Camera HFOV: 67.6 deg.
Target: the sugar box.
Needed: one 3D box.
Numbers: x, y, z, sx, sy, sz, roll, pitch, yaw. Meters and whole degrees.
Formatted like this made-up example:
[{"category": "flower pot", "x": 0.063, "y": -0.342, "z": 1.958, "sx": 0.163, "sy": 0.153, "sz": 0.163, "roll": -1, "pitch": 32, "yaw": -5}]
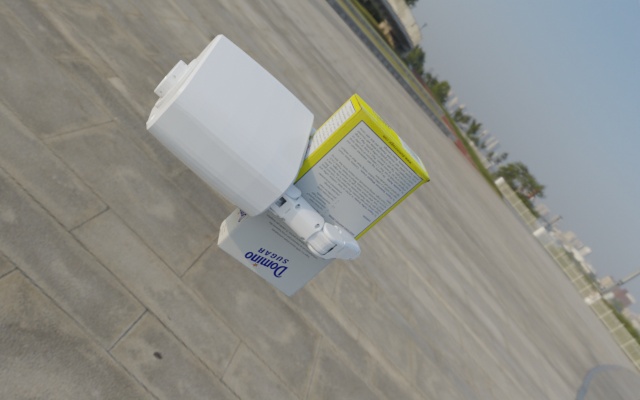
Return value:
[{"category": "sugar box", "x": 0.000, "y": 0.001, "z": 0.428, "sx": 0.093, "sy": 0.176, "sz": 0.048, "roll": 41, "pitch": 21, "yaw": -24}]
